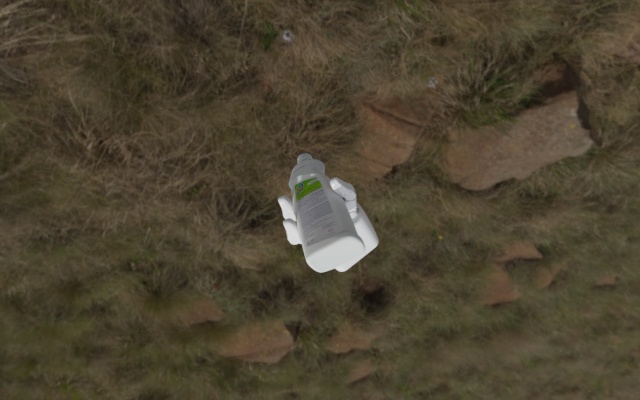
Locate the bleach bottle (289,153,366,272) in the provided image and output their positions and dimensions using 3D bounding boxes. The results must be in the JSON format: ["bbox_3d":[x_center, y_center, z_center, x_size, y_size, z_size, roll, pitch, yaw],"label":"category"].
[{"bbox_3d":[0.000,0.003,0.869,0.102,0.250,0.068,-26,-43,12],"label":"bleach bottle"}]
